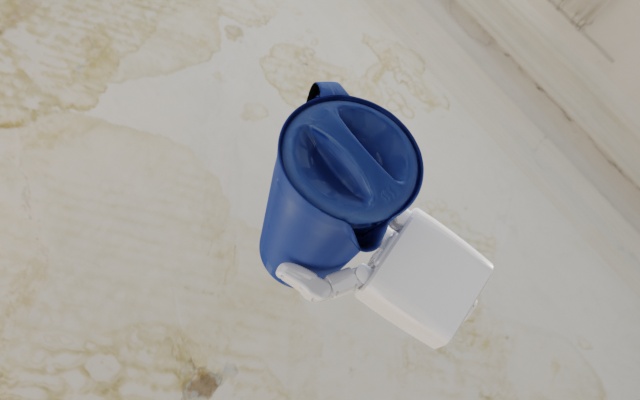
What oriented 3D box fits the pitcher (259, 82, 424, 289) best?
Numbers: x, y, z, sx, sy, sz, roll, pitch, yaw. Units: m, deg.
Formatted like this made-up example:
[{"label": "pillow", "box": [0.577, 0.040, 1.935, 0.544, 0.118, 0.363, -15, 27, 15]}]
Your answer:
[{"label": "pitcher", "box": [0.000, 0.002, 0.520, 0.145, 0.149, 0.243, 34, -30, 3]}]
